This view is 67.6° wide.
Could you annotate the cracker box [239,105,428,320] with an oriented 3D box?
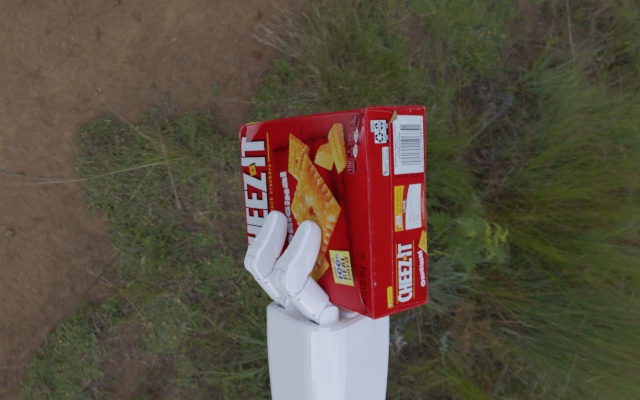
[{"bbox_3d":[0.000,0.001,0.453,0.072,0.164,0.213,-7,8,-35],"label":"cracker box"}]
